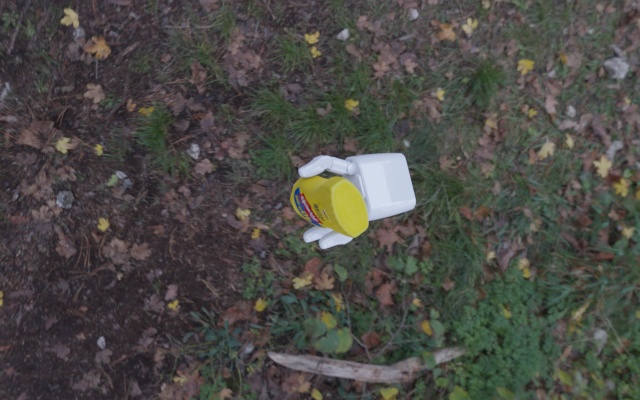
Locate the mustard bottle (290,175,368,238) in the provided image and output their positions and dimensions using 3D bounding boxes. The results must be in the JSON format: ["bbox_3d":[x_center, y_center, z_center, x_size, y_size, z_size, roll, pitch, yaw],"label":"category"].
[{"bbox_3d":[0.000,0.003,0.808,0.058,0.096,0.191,-36,22,-21],"label":"mustard bottle"}]
